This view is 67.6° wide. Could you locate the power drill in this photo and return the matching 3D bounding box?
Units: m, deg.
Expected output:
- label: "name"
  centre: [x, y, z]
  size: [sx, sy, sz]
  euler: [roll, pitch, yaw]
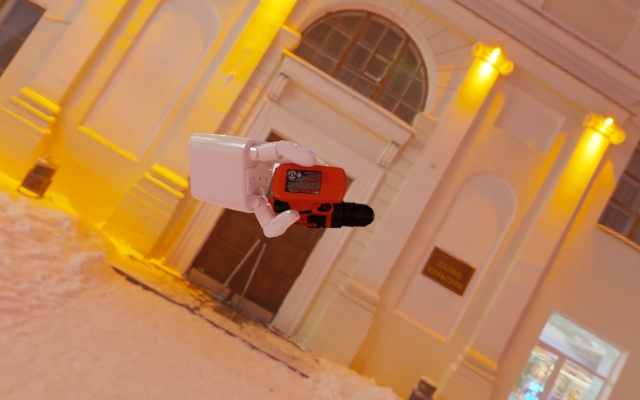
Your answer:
- label: "power drill"
  centre: [0.000, 0.002, 0.752]
  size: [0.184, 0.057, 0.188]
  euler: [2, -18, 1]
